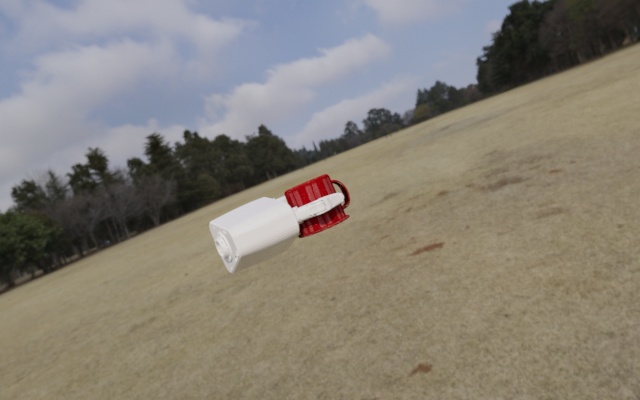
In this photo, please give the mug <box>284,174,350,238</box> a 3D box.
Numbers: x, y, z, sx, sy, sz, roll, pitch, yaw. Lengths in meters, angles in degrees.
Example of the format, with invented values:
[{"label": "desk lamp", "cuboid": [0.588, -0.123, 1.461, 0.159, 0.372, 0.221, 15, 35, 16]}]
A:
[{"label": "mug", "cuboid": [0.001, 0.002, 0.800, 0.117, 0.081, 0.093, -25, 4, -29]}]
